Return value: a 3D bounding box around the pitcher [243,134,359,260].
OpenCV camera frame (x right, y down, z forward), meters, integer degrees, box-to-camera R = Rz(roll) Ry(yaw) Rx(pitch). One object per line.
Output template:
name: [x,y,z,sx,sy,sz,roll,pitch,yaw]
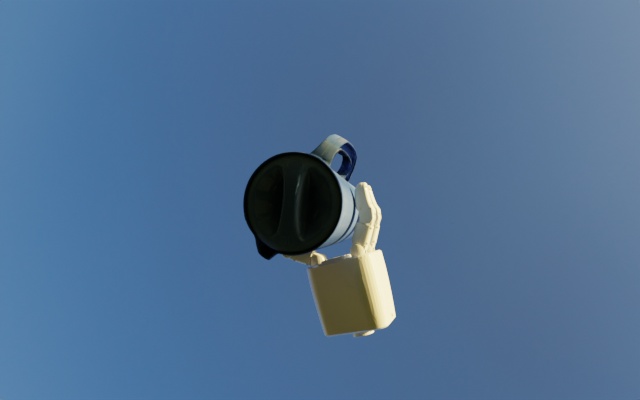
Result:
pitcher: [0.000,0.003,0.711,0.149,0.145,0.243,-15,-7,14]
